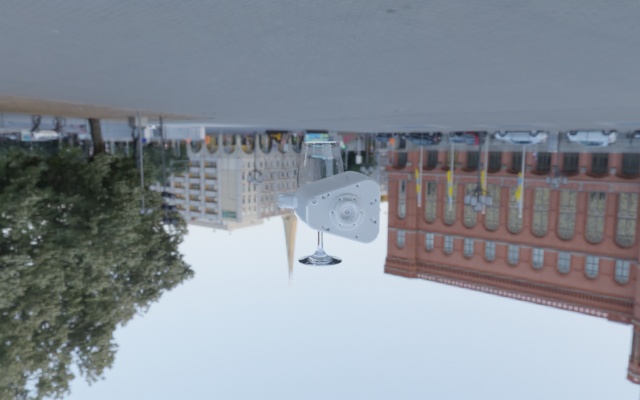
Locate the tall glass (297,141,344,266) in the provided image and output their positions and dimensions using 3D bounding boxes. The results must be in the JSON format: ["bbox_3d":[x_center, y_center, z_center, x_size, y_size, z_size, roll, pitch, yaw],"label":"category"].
[{"bbox_3d":[0.000,0.003,0.790,0.079,0.201,0.079,0,7,0],"label":"tall glass"}]
